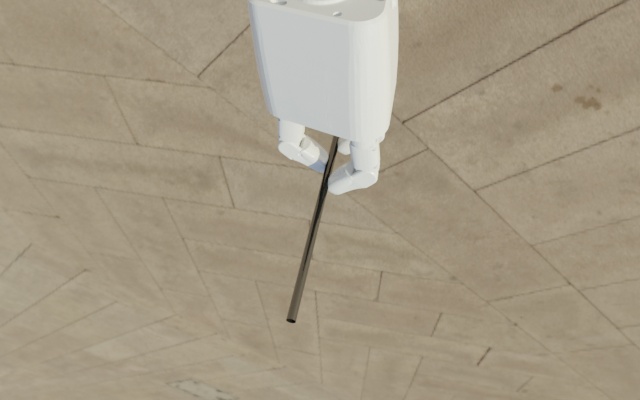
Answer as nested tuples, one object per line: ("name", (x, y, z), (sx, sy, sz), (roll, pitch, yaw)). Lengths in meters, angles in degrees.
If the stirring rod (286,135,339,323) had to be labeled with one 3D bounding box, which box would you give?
("stirring rod", (0.000, 0.001, 0.449), (0.011, 0.239, 0.011), (9, -36, 7))
